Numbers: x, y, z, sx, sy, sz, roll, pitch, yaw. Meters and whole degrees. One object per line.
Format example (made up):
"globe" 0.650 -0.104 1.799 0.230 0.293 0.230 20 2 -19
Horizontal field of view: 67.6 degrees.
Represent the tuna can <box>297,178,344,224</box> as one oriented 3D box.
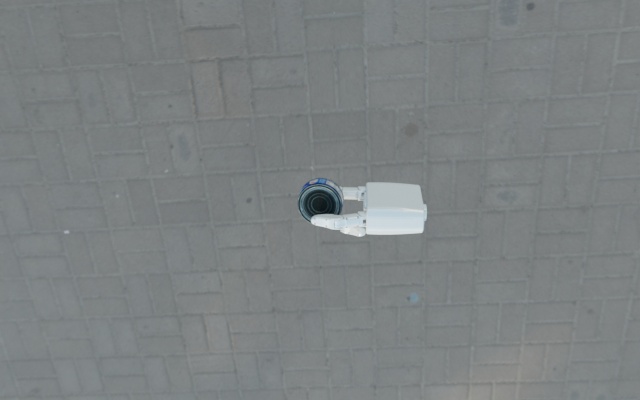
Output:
"tuna can" 0.000 0.003 0.896 0.086 0.086 0.033 0 21 8
